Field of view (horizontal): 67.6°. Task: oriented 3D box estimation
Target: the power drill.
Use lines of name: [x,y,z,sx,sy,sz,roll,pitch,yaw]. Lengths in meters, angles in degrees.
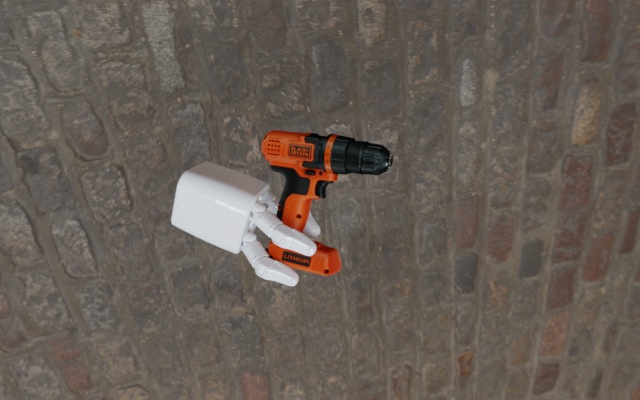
power drill: [0.000,0.003,0.651,0.184,0.188,0.057,11,10,24]
